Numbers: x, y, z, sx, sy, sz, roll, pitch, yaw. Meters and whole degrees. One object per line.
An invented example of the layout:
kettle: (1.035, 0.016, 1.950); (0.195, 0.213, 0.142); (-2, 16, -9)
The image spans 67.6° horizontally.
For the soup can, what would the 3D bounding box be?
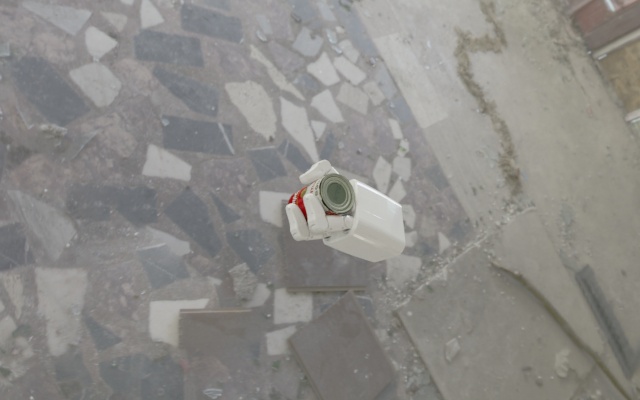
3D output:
soup can: (0.000, 0.002, 0.773); (0.068, 0.068, 0.102); (0, -16, -34)
